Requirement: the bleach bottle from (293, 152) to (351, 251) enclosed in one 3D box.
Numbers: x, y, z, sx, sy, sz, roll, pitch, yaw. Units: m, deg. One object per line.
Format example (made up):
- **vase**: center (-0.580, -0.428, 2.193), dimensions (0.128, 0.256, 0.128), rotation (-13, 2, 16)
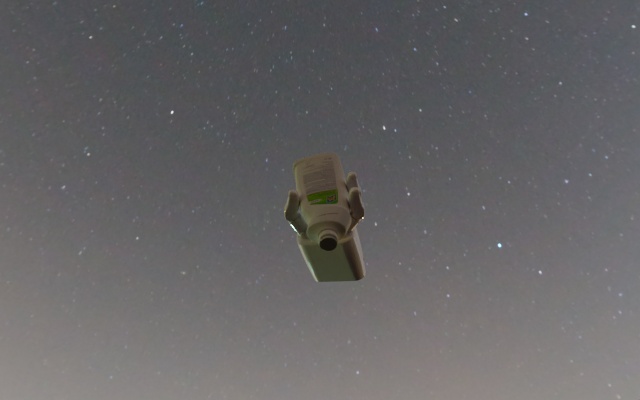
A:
- **bleach bottle**: center (0.000, 0.003, 0.861), dimensions (0.102, 0.068, 0.250), rotation (-15, 33, 7)
